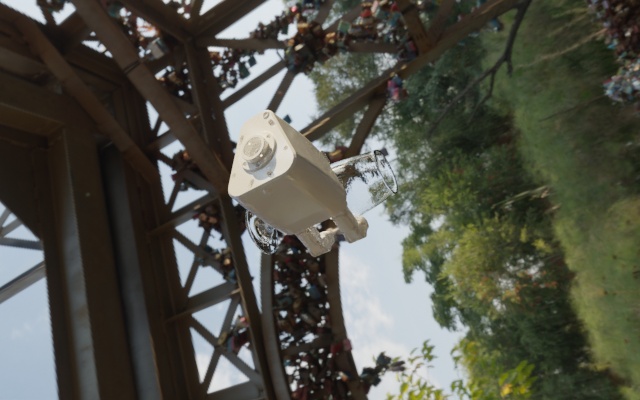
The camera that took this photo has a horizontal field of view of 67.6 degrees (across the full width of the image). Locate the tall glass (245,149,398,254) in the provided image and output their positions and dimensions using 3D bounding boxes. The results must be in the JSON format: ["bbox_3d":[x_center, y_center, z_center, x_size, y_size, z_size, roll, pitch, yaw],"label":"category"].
[{"bbox_3d":[0.000,0.002,0.639,0.201,0.079,0.079,-25,-10,22],"label":"tall glass"}]
